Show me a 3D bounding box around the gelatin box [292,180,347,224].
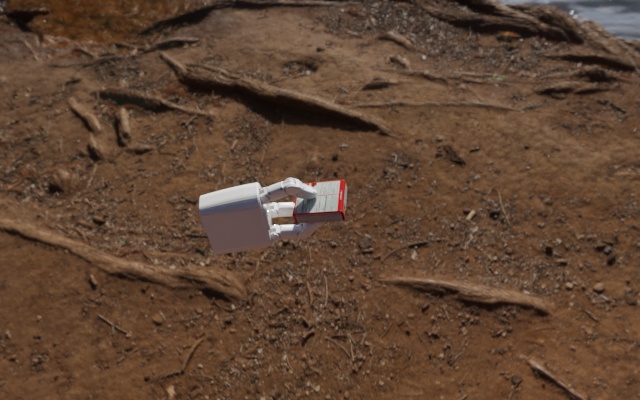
[{"bbox_3d":[0.000,0.002,0.836,0.089,0.073,0.030,-5,-42,14],"label":"gelatin box"}]
